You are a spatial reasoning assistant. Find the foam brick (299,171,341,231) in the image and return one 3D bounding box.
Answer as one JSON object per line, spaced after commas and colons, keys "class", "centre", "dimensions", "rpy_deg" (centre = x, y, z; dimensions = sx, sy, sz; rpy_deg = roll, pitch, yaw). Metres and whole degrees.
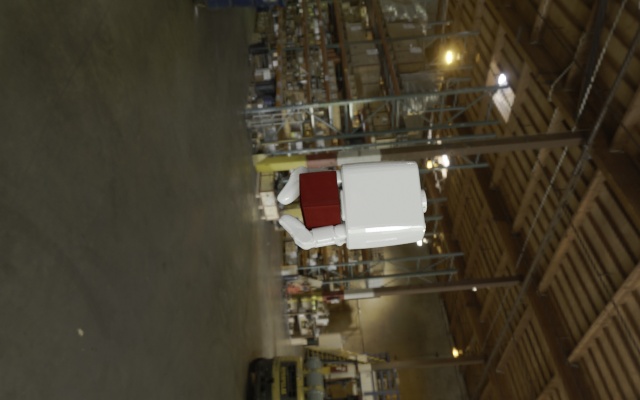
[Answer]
{"class": "foam brick", "centre": [0.000, 0.002, 0.646], "dimensions": [0.051, 0.053, 0.078], "rpy_deg": [-4, -28, 2]}
